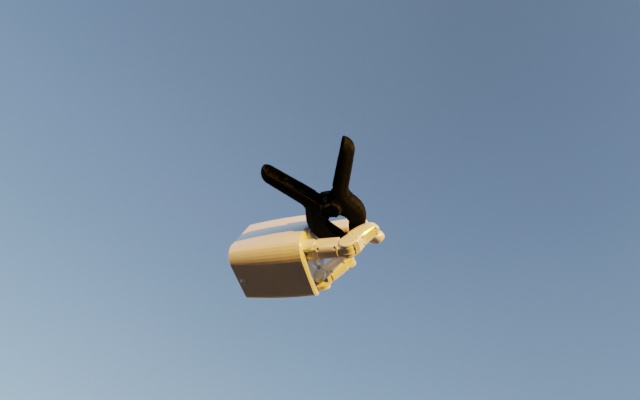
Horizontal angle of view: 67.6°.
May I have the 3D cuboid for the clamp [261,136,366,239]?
[{"bbox_3d":[0.000,0.002,0.615,0.120,0.172,0.039,-7,34,15],"label":"clamp"}]
